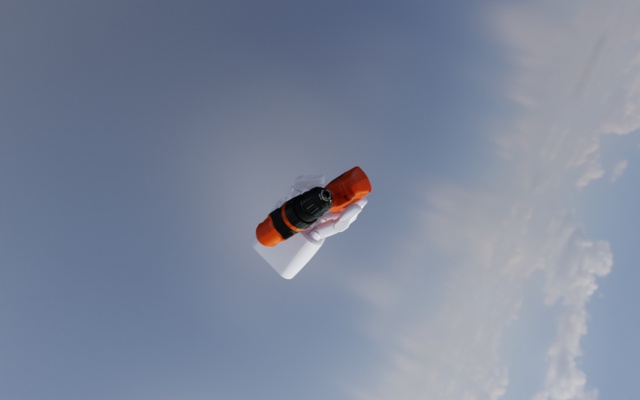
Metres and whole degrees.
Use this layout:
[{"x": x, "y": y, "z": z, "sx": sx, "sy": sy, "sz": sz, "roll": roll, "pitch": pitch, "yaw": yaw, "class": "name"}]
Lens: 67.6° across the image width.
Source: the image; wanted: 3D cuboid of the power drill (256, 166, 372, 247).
[{"x": 0.000, "y": 0.003, "z": 0.786, "sx": 0.187, "sy": 0.057, "sz": 0.184, "roll": -26, "pitch": -3, "yaw": -43, "class": "power drill"}]
